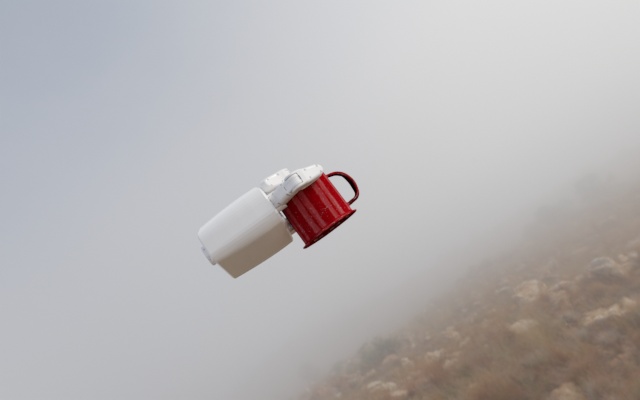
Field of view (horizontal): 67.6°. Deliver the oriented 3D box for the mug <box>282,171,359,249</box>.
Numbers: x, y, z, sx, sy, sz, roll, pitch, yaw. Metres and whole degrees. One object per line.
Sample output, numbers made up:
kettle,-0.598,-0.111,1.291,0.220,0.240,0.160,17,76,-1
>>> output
mug,0.001,0.001,0.677,0.117,0.081,0.093,-35,-8,-9
